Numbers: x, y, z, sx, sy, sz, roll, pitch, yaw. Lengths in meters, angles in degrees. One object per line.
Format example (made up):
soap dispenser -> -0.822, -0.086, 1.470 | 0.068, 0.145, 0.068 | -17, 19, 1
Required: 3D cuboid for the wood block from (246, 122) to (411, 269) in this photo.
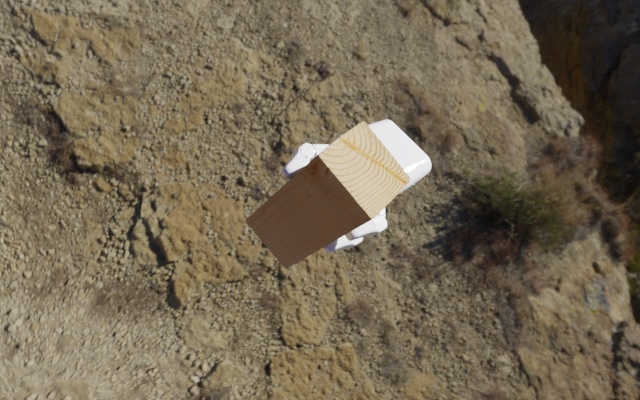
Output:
wood block -> 0.000, 0.001, 0.601 | 0.090, 0.091, 0.206 | -41, 2, -38
